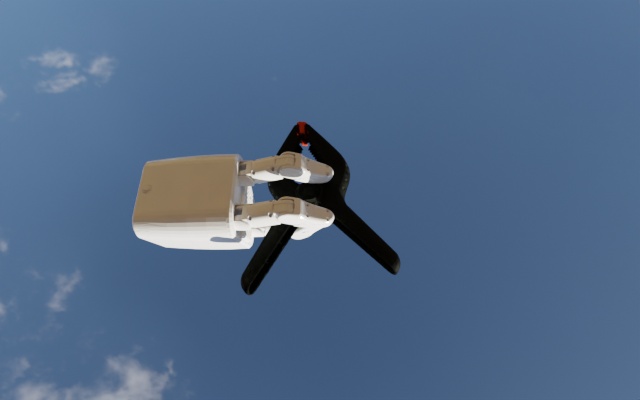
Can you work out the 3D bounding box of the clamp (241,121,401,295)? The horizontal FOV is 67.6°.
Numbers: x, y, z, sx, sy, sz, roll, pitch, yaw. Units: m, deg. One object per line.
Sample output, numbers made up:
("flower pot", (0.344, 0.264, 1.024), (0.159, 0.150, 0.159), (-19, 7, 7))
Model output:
("clamp", (0.000, 0.002, 0.534), (0.164, 0.209, 0.036), (-2, -29, 3))
